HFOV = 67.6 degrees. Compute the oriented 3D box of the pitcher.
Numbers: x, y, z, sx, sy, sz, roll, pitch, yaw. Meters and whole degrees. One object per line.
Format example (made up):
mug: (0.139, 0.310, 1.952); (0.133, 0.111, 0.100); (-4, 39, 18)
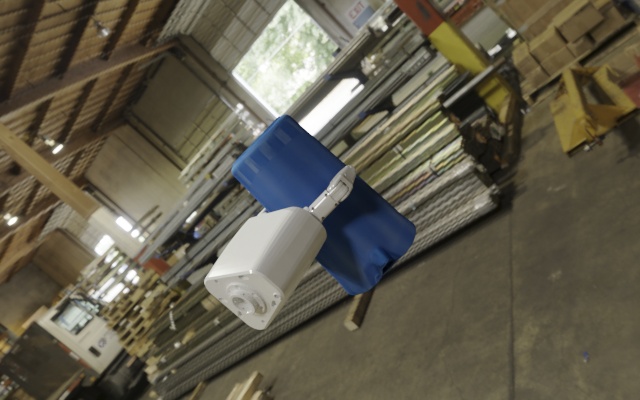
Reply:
pitcher: (0.000, 0.002, 0.656); (0.149, 0.243, 0.145); (-35, 15, 45)
